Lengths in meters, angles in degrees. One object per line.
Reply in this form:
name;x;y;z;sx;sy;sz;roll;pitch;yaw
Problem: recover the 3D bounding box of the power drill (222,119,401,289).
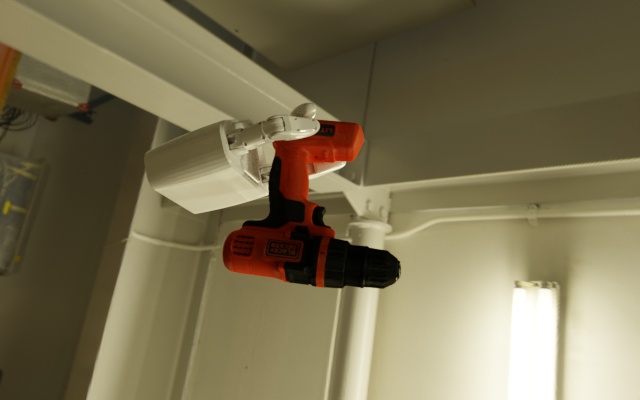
power drill;0.000;0.001;0.521;0.184;0.187;0.057;7;-28;6
